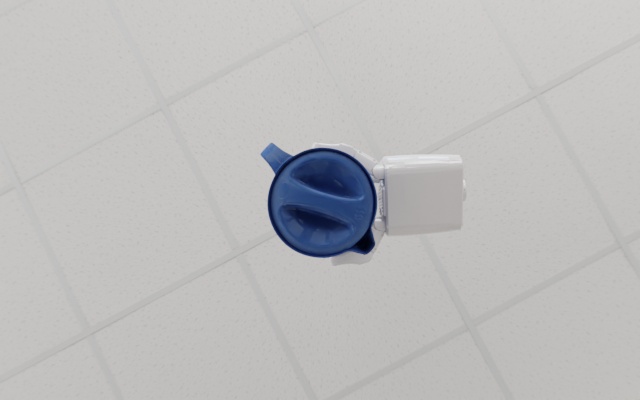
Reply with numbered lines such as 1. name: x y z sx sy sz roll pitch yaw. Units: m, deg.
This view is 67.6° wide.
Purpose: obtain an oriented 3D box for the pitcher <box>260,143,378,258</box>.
1. pitcher: 0.000 0.002 0.687 0.145 0.149 0.243 -2 -4 2
